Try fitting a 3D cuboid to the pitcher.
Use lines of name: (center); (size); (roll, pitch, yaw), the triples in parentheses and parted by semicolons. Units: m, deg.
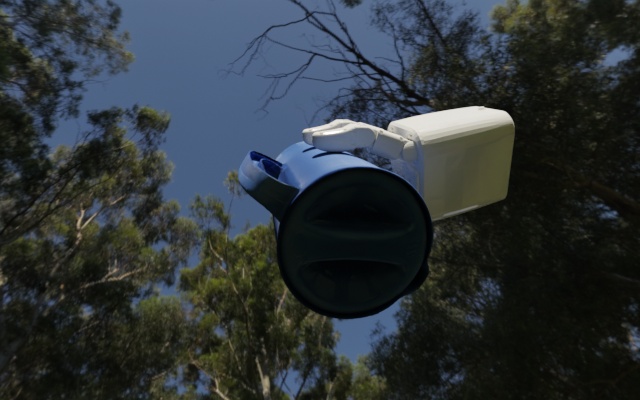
pitcher: (0.000, 0.002, 0.494); (0.145, 0.149, 0.242); (-16, 18, -7)
